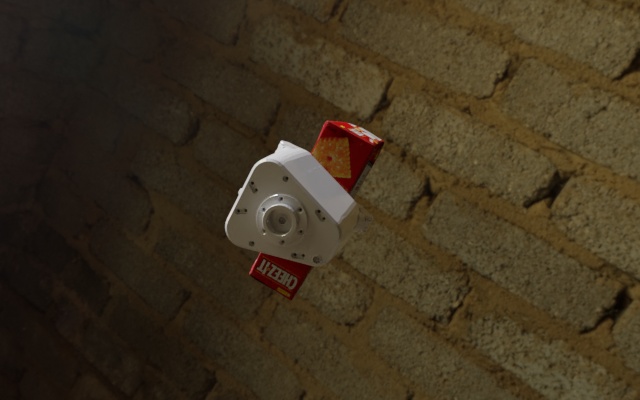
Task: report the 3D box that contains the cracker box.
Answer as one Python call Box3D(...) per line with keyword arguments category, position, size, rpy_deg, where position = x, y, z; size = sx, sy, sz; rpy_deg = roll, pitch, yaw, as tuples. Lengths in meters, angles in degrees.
Box3D(category="cracker box", position=(0.000, 0.002, 0.631), size=(0.072, 0.214, 0.164), rpy_deg=(30, 14, 5))
